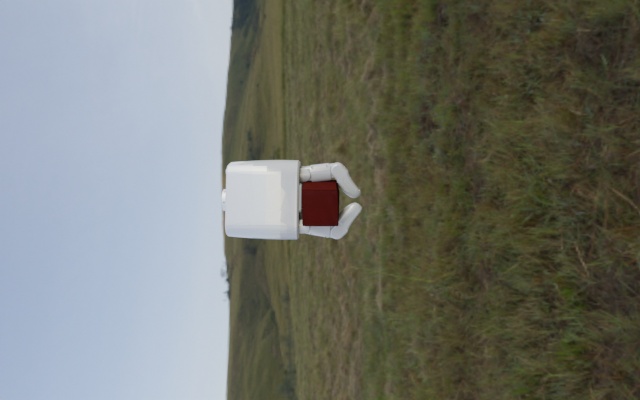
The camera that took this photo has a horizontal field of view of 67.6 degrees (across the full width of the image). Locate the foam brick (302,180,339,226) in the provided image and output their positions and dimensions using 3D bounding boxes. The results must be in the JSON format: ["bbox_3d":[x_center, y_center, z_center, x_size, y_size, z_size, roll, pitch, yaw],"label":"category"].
[{"bbox_3d":[0.000,0.002,0.682,0.051,0.053,0.078,1,12,0],"label":"foam brick"}]
